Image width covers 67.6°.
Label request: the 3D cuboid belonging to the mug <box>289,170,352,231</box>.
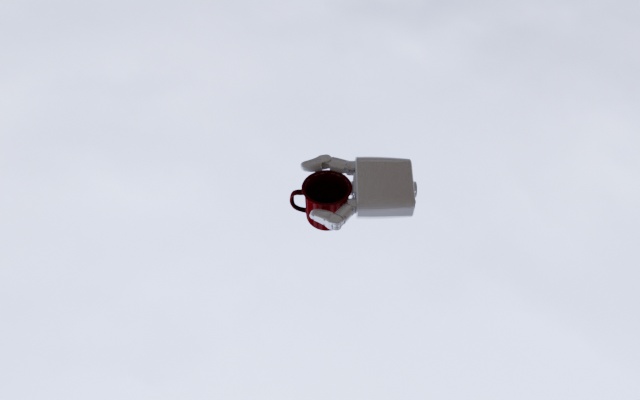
[{"bbox_3d":[-0.001,0.003,0.899,0.117,0.093,0.082,0,-44,1],"label":"mug"}]
